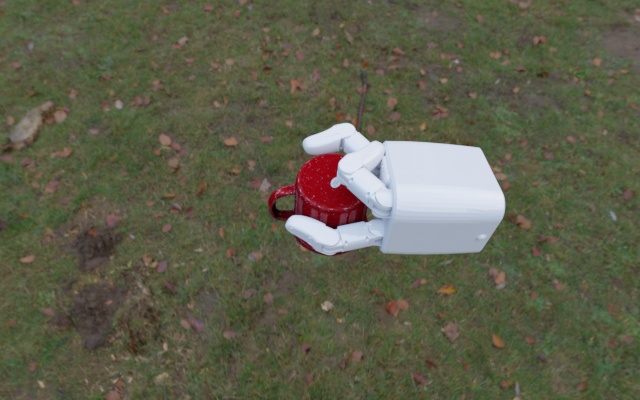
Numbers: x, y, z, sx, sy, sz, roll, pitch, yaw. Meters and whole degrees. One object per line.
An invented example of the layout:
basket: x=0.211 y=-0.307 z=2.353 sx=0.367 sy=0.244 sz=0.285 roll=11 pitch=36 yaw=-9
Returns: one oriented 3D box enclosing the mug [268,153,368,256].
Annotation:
mug: x=-0.001 y=0.002 z=0.534 sx=0.117 sy=0.093 sz=0.082 roll=1 pitch=-36 yaw=-3
